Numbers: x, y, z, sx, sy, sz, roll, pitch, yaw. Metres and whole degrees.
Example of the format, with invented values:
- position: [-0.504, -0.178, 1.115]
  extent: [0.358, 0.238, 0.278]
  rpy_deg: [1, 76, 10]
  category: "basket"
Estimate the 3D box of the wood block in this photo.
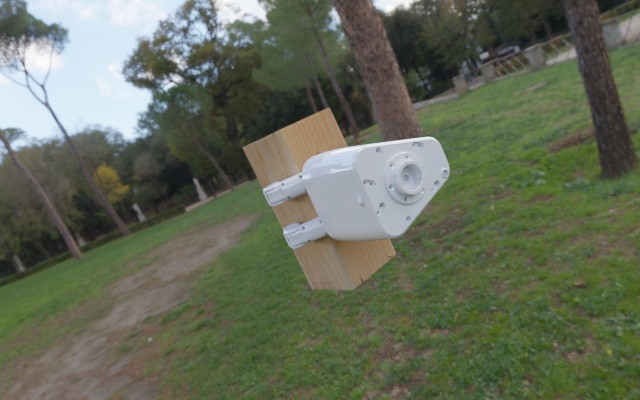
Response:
- position: [0.000, 0.002, 0.607]
  extent: [0.090, 0.206, 0.090]
  rpy_deg: [-32, 11, -36]
  category: "wood block"
